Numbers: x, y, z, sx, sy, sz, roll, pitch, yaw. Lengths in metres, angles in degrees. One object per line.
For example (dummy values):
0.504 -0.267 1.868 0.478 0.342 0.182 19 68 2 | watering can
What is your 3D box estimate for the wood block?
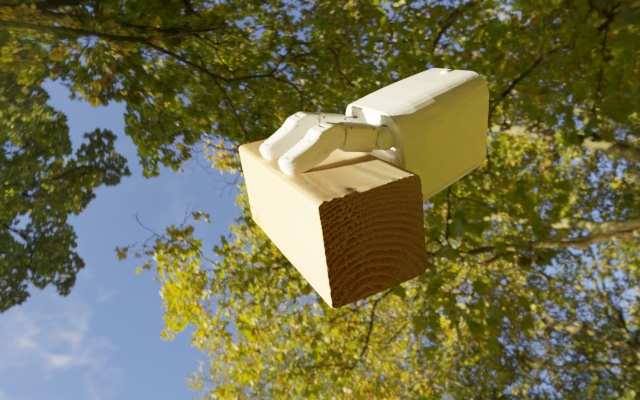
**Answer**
0.000 0.002 0.449 0.090 0.091 0.206 -17 24 -19 | wood block
